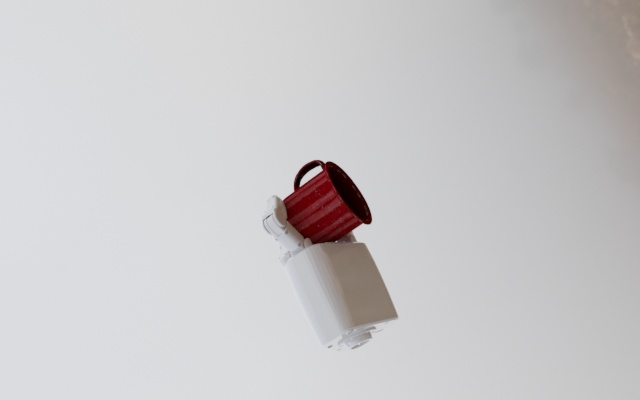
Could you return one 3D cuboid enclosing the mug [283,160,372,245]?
[{"bbox_3d":[-0.001,0.001,0.600,0.081,0.117,0.093,-35,-28,19],"label":"mug"}]
